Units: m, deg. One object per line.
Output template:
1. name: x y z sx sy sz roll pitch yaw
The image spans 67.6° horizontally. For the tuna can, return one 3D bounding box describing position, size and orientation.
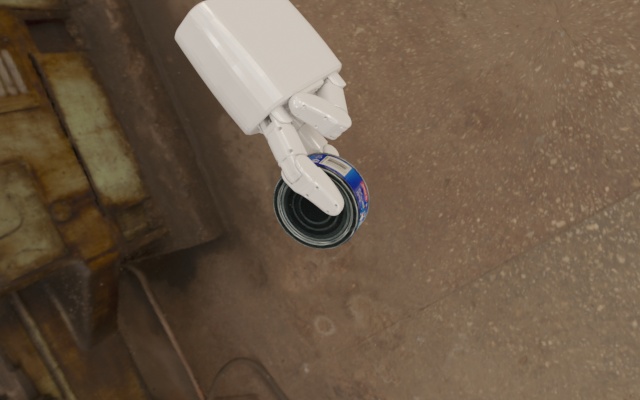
1. tuna can: 0.000 0.002 0.441 0.086 0.086 0.033 0 23 23
